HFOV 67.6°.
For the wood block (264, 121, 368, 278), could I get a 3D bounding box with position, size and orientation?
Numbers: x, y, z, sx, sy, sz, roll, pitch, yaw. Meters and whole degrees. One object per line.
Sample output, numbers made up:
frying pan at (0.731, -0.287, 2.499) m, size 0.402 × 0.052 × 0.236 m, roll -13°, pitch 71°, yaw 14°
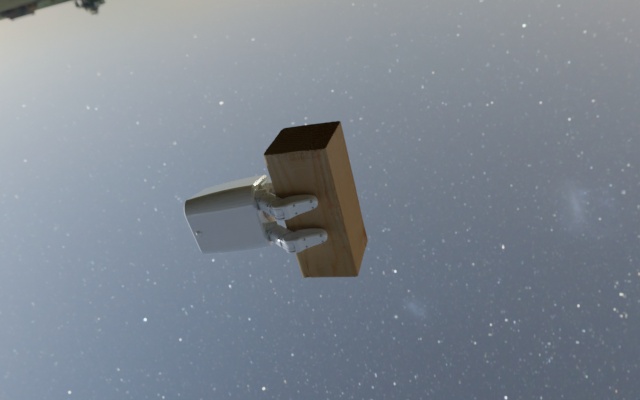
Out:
wood block at (0.000, 0.002, 0.687) m, size 0.090 × 0.206 × 0.090 m, roll -4°, pitch 31°, yaw 19°
